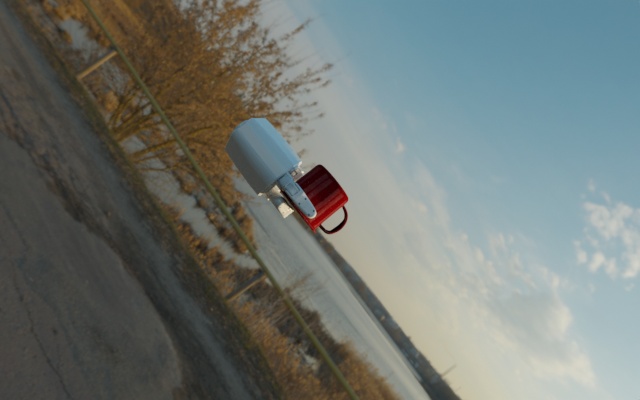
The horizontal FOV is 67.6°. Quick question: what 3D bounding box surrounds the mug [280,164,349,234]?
[{"bbox_3d":[0.001,0.004,0.804,0.081,0.117,0.093,-39,5,-3],"label":"mug"}]
